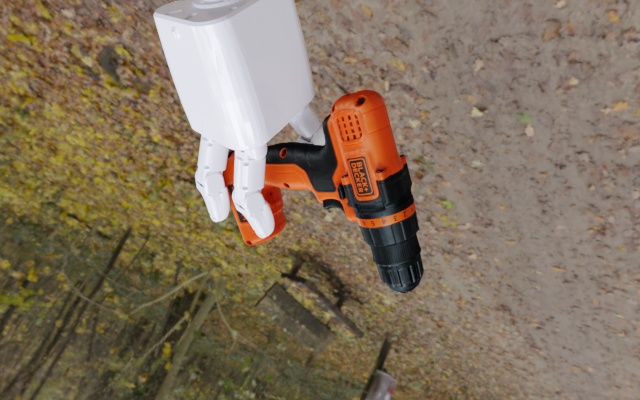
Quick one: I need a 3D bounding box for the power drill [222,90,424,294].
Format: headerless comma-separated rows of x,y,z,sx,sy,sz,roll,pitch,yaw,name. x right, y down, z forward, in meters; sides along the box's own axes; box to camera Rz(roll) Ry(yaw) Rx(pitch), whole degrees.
0.000,0.001,0.456,0.187,0.184,0.057,-6,16,35,power drill
